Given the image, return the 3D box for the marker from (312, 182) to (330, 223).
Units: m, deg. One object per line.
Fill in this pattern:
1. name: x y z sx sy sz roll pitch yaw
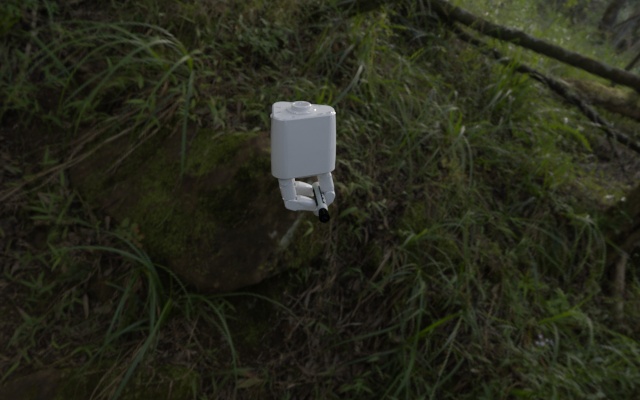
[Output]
1. marker: 0.000 0.003 0.837 0.020 0.020 0.121 0 29 -8
